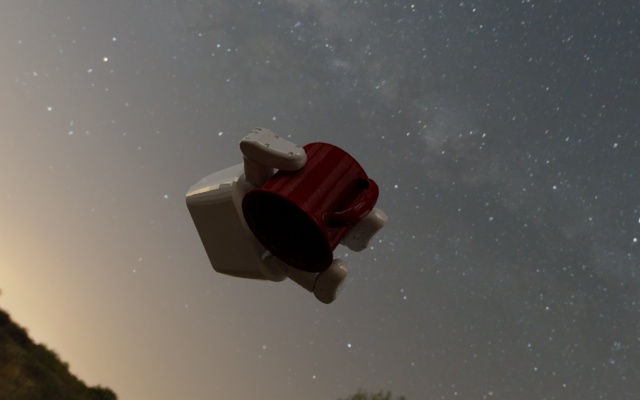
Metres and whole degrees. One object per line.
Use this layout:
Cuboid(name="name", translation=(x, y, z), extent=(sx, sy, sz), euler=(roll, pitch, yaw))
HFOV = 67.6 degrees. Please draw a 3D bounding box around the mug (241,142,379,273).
Cuboid(name="mug", translation=(0.001, 0.001, 0.412), extent=(0.117, 0.093, 0.081), euler=(-7, 34, 47))
